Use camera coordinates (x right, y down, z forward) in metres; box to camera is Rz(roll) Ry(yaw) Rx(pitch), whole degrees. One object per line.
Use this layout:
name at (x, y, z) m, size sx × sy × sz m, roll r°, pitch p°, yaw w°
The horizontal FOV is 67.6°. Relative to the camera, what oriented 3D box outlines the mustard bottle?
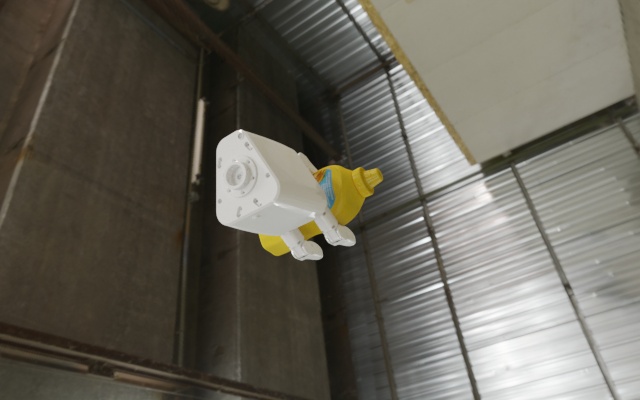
mustard bottle at (0.000, 0.002, 0.678) m, size 0.192 × 0.096 × 0.058 m, roll -26°, pitch -44°, yaw 23°
